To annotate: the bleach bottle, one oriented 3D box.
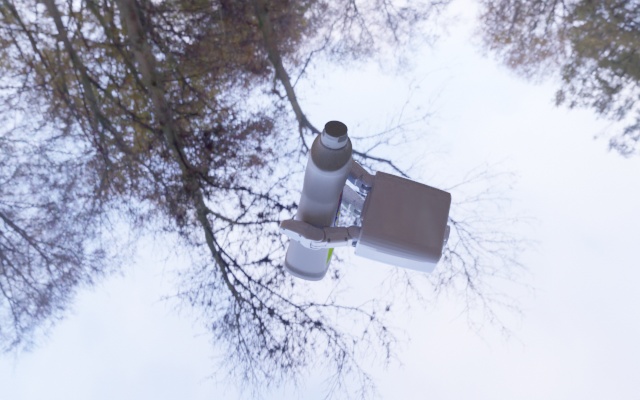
[{"bbox_3d":[0.000,0.002,0.635,0.068,0.102,0.251,16,-39,4],"label":"bleach bottle"}]
